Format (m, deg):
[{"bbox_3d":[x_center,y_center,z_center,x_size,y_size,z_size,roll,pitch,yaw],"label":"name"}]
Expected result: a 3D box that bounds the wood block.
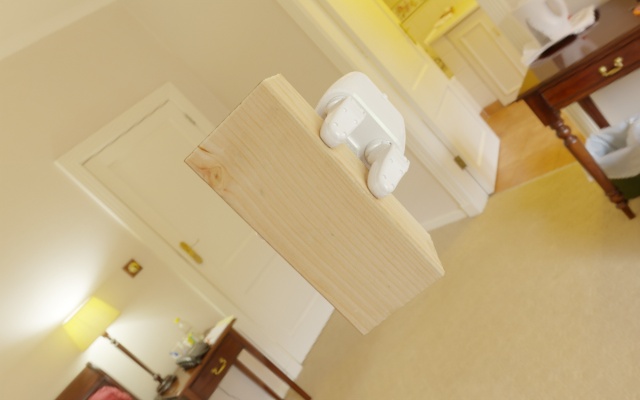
[{"bbox_3d":[0.000,0.001,0.411,0.091,0.206,0.090,-41,11,15],"label":"wood block"}]
